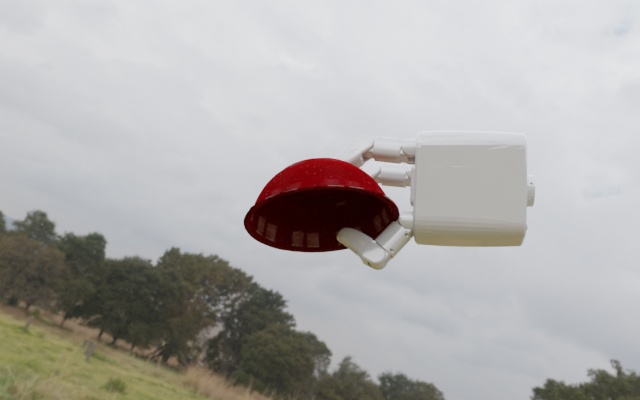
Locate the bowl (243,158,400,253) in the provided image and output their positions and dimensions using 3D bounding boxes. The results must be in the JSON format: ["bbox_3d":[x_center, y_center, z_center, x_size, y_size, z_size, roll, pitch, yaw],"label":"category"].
[{"bbox_3d":[-0.001,0.001,0.508,0.162,0.055,0.162,-3,-27,-2],"label":"bowl"}]
